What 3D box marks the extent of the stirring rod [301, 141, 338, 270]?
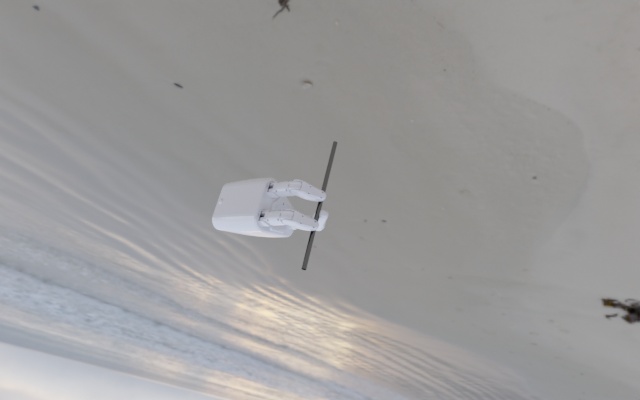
[{"bbox_3d":[0.000,0.003,0.805,0.011,0.239,0.011,12,-24,5],"label":"stirring rod"}]
